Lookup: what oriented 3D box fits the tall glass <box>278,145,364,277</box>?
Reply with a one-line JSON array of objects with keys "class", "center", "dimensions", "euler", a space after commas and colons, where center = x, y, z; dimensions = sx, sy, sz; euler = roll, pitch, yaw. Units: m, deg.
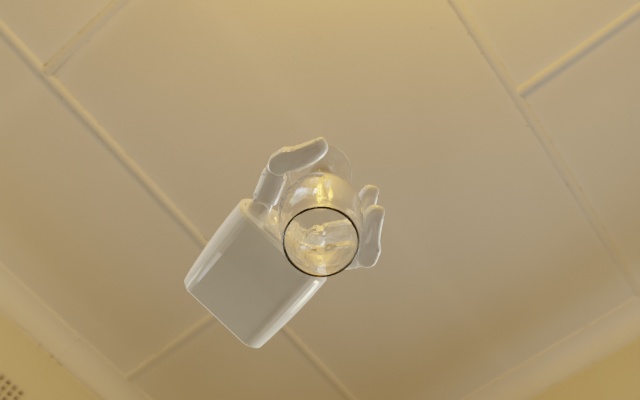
[{"class": "tall glass", "center": [0.000, 0.001, 0.472], "dimensions": [0.079, 0.079, 0.201], "euler": [0, 19, 0]}]
